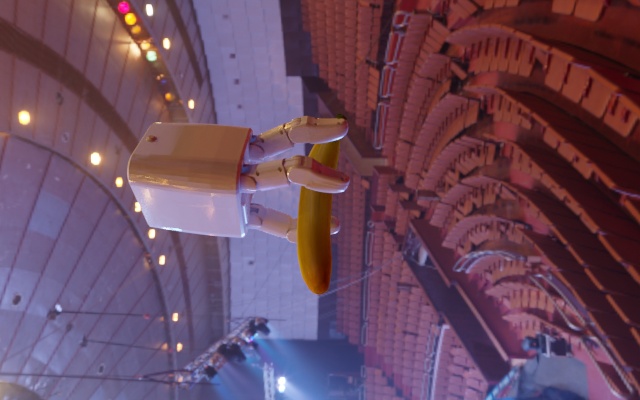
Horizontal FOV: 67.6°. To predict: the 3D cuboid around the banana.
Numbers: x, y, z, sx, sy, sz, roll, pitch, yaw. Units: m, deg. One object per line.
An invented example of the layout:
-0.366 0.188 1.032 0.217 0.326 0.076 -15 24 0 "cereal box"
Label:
-0.003 0.007 0.490 0.037 0.197 0.070 9 -27 -7 "banana"
